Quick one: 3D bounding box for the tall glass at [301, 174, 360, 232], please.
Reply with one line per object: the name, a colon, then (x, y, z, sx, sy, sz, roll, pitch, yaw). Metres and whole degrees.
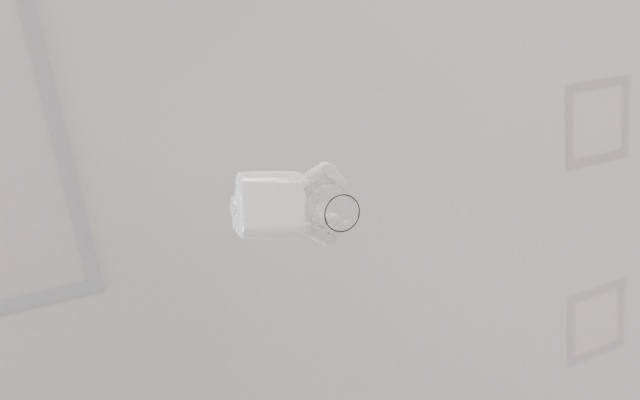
tall glass: (0.000, 0.003, 0.845, 0.079, 0.079, 0.201, 0, 10, -21)
